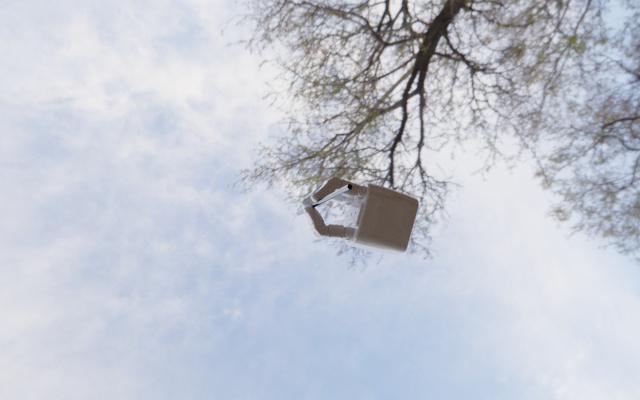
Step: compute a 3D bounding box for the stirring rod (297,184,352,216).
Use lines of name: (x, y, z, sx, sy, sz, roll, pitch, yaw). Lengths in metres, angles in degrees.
stirring rod: (0.000, 0.003, 0.789, 0.011, 0.011, 0.239, 0, -11, -21)
